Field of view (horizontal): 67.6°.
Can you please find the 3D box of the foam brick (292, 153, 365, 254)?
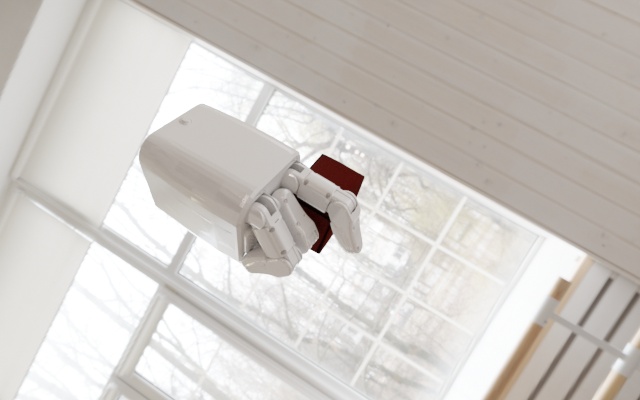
[{"bbox_3d":[0.000,0.001,0.465,0.051,0.053,0.078,30,44,9],"label":"foam brick"}]
